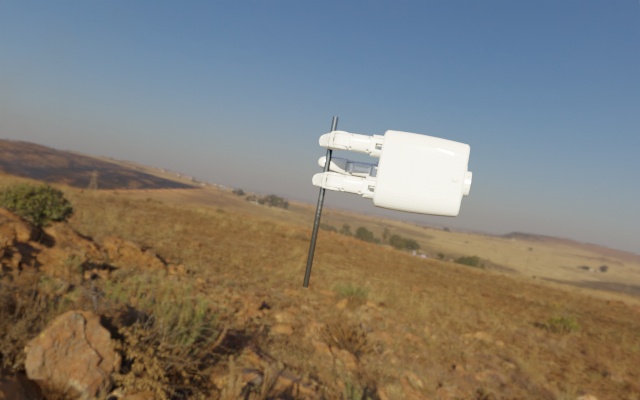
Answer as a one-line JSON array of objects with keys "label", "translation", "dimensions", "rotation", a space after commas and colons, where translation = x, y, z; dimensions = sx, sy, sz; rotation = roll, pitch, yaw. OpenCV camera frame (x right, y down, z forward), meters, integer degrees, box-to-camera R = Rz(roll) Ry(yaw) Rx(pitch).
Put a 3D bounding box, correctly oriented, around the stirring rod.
[{"label": "stirring rod", "translation": [0.000, 0.002, 0.665], "dimensions": [0.011, 0.239, 0.011], "rotation": [10, 0, 0]}]
